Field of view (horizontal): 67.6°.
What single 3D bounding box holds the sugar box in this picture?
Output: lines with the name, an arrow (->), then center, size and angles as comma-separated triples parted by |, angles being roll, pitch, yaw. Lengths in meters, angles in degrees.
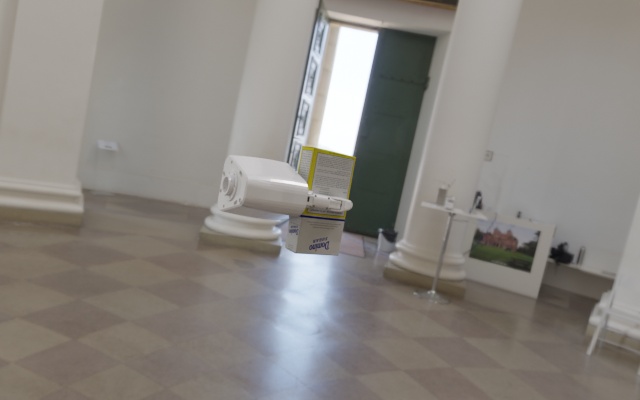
sugar box -> 0.000, 0.002, 0.810 | 0.093, 0.176, 0.048 | 8, 7, -36
